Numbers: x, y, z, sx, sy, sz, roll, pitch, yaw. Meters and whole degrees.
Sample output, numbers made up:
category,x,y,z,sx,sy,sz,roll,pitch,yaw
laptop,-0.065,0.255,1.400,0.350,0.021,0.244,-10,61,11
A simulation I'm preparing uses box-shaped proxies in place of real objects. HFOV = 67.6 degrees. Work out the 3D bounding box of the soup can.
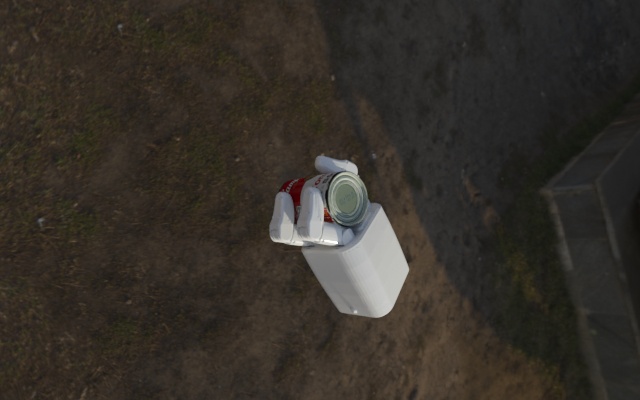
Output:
category,x,y,z,sx,sy,sz,roll,pitch,yaw
soup can,0.000,0.001,0.593,0.068,0.068,0.102,0,-4,-40
